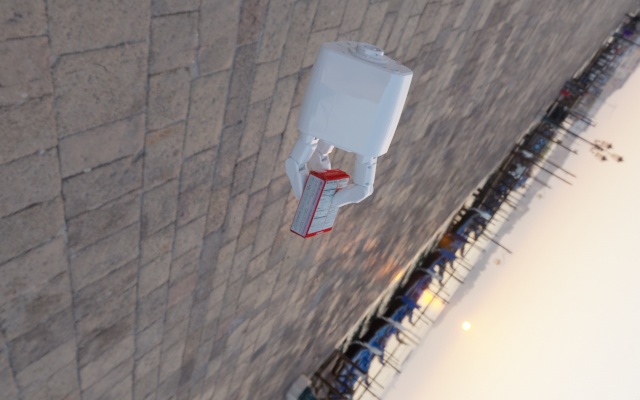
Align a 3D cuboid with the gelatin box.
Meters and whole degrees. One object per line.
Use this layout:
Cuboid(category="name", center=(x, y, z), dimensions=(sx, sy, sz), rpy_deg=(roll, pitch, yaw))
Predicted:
Cuboid(category="gelatin box", center=(0.000, 0.003, 0.647), dimensions=(0.030, 0.089, 0.073), rpy_deg=(26, 18, 24))
